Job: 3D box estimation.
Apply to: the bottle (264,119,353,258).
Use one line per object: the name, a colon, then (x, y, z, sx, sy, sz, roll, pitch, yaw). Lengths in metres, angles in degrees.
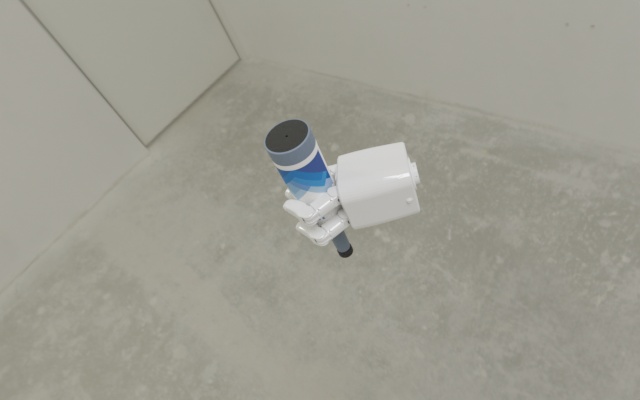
bottle: (0.000, 0.002, 0.747, 0.069, 0.069, 0.296, 0, -37, 23)
